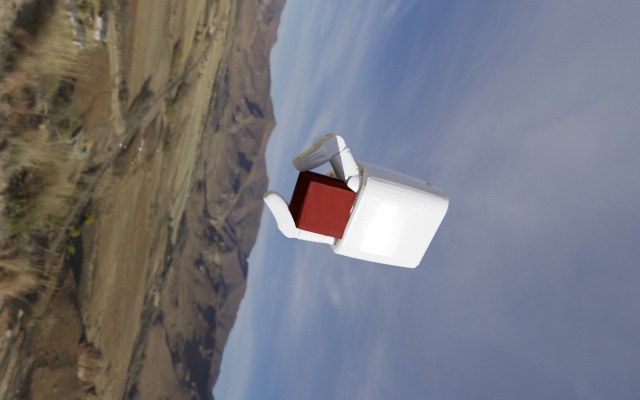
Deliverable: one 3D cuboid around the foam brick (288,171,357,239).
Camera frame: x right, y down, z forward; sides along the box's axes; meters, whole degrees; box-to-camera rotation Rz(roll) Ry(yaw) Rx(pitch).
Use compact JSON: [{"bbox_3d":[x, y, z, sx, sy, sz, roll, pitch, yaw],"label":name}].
[{"bbox_3d":[0.000,0.002,0.512,0.051,0.053,0.078,16,10,-13],"label":"foam brick"}]
